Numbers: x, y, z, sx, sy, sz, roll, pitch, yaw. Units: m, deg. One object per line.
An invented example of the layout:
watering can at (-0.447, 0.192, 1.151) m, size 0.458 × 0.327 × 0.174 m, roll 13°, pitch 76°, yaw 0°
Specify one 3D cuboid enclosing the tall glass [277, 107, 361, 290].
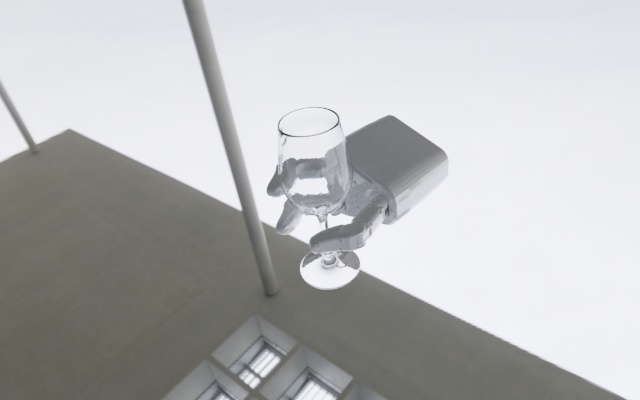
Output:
tall glass at (0.000, 0.002, 0.523) m, size 0.079 × 0.201 × 0.079 m, roll -6°, pitch 37°, yaw 4°
